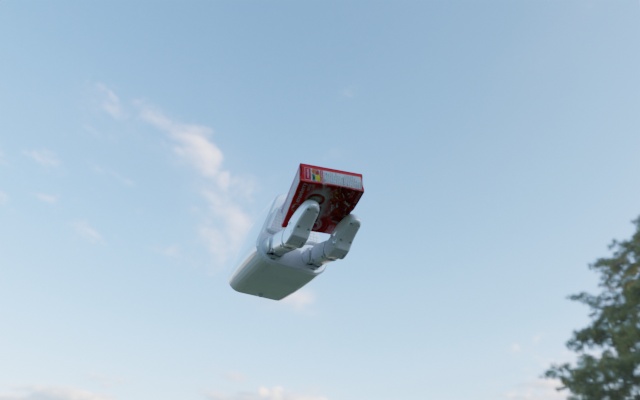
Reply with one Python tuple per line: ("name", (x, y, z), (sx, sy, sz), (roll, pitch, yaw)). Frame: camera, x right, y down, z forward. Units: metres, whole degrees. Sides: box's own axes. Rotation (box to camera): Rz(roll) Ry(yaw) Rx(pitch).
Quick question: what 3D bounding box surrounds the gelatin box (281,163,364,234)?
("gelatin box", (0.000, 0.001, 0.544), (0.073, 0.030, 0.089), (10, -41, -15))
